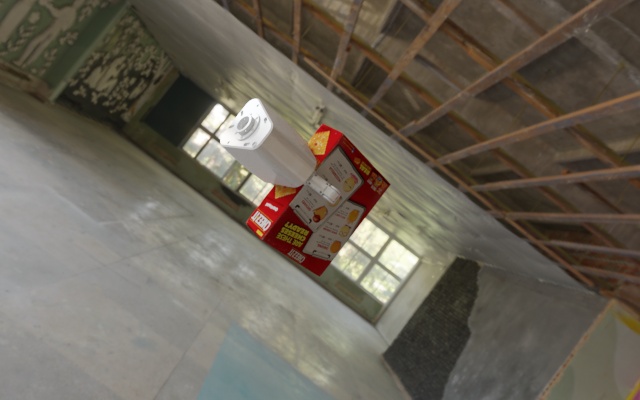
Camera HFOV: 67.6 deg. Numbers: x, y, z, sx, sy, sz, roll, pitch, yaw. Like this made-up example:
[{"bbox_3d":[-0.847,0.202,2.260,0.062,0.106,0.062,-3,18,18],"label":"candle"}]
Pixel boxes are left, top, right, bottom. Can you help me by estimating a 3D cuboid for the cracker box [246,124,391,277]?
[{"bbox_3d":[0.000,0.003,0.827,0.164,0.213,0.072,40,-3,-42],"label":"cracker box"}]
